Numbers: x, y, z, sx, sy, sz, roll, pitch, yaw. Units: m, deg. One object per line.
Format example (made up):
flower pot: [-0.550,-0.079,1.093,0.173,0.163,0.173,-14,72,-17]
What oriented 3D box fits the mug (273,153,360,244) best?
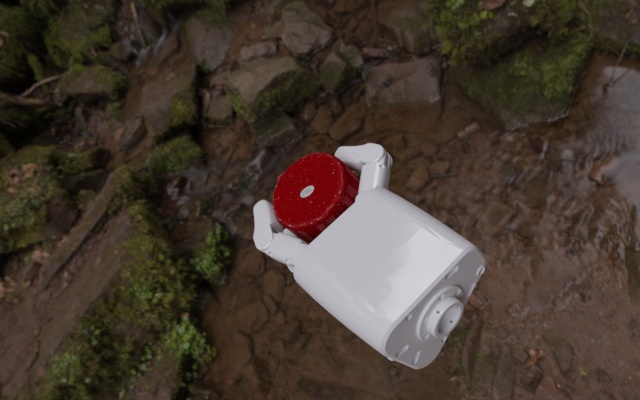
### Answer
mug: [-0.001,0.001,0.477,0.117,0.093,0.081,33,-5,42]
